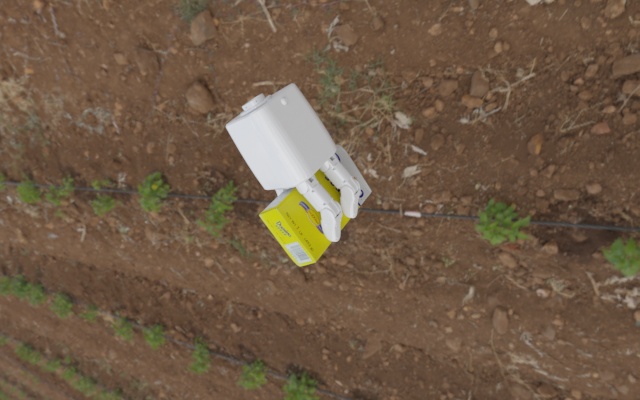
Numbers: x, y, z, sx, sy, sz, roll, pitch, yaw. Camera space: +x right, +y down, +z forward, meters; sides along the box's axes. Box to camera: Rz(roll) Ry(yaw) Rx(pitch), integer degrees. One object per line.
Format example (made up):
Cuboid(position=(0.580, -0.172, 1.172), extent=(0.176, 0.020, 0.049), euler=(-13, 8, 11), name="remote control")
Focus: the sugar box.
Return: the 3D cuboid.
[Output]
Cuboid(position=(0.000, 0.002, 0.680), extent=(0.048, 0.093, 0.176), euler=(-19, 22, 46), name="sugar box")
